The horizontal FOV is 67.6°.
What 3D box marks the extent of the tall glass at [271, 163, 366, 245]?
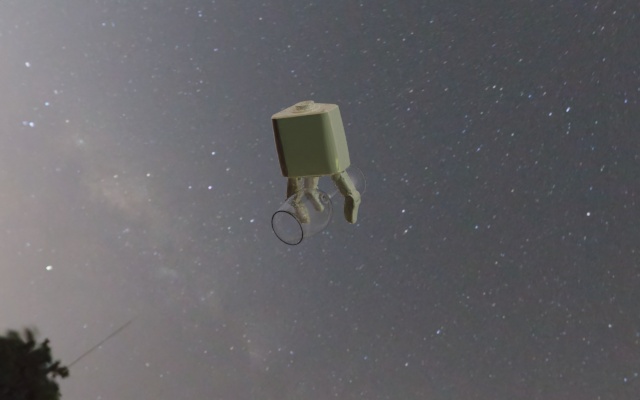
[{"bbox_3d":[0.001,0.003,0.823,0.079,0.079,0.201,0,25,36],"label":"tall glass"}]
